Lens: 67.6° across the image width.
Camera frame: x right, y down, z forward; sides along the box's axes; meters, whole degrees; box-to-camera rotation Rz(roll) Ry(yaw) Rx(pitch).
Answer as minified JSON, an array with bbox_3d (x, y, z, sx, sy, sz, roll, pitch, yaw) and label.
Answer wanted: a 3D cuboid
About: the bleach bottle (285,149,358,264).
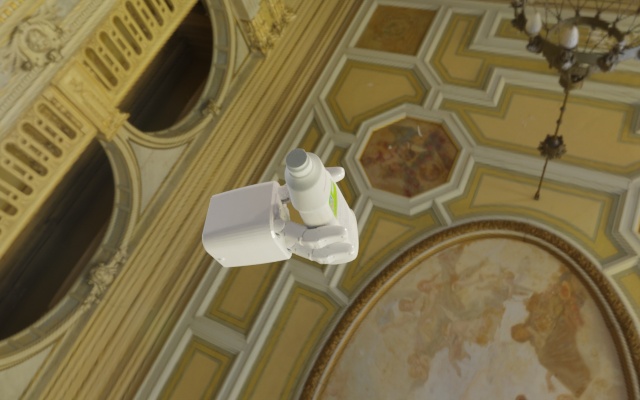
[{"bbox_3d":[0.000,0.002,0.686,0.068,0.102,0.251,-11,-31,10],"label":"bleach bottle"}]
